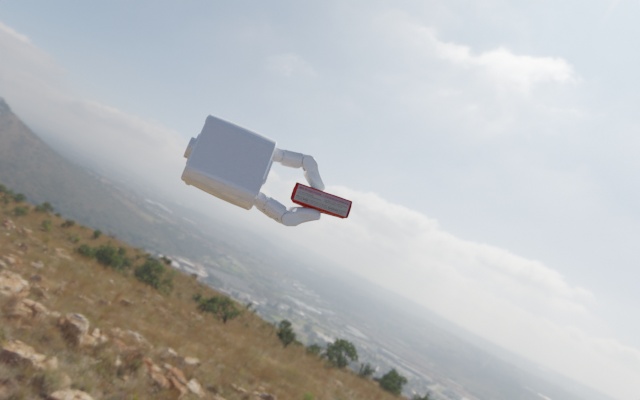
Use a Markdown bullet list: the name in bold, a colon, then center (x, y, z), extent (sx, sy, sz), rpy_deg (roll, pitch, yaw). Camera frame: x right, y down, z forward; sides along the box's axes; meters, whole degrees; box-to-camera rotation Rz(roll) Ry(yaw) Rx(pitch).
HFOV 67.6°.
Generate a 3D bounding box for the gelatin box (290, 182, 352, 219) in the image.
- **gelatin box**: center (0.001, 0.002, 0.723), extent (0.089, 0.030, 0.073), rpy_deg (18, -4, -1)
